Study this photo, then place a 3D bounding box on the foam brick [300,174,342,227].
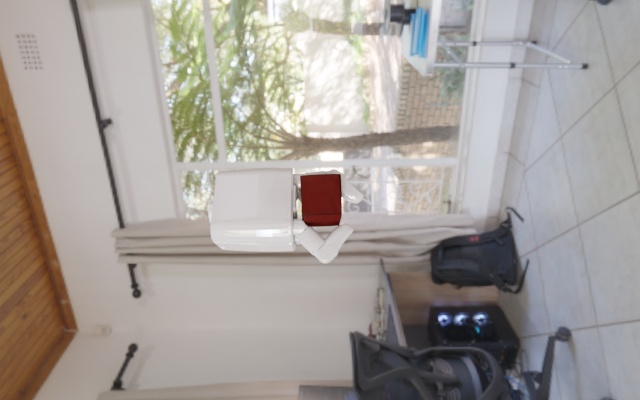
[{"bbox_3d":[0.000,0.002,0.621,0.051,0.053,0.078,-1,-15,-1],"label":"foam brick"}]
